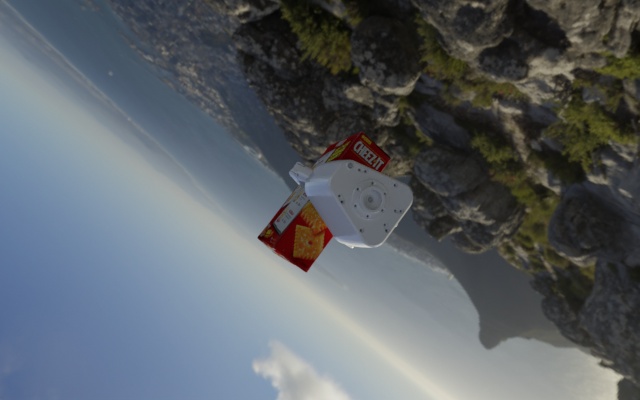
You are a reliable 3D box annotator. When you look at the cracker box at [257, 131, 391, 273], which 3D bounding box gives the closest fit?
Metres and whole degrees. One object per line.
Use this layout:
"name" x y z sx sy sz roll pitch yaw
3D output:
"cracker box" 0.000 0.003 0.761 0.072 0.213 0.164 40 -10 -12
